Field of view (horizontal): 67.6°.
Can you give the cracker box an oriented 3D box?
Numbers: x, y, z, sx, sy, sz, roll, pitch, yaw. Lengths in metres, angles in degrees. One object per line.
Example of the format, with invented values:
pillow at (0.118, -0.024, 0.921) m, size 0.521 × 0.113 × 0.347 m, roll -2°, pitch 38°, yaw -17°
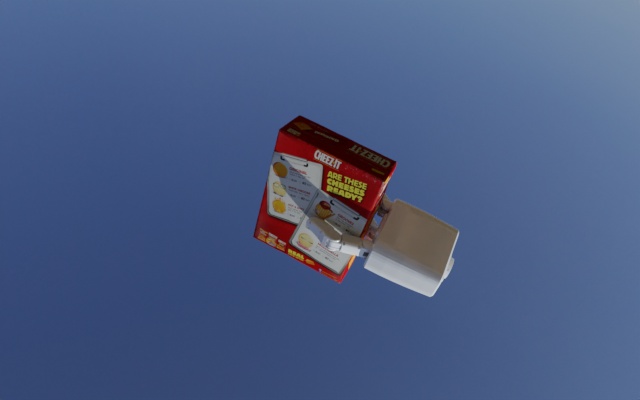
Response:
cracker box at (0.000, 0.003, 0.724) m, size 0.164 × 0.214 × 0.072 m, roll 27°, pitch 39°, yaw 10°
